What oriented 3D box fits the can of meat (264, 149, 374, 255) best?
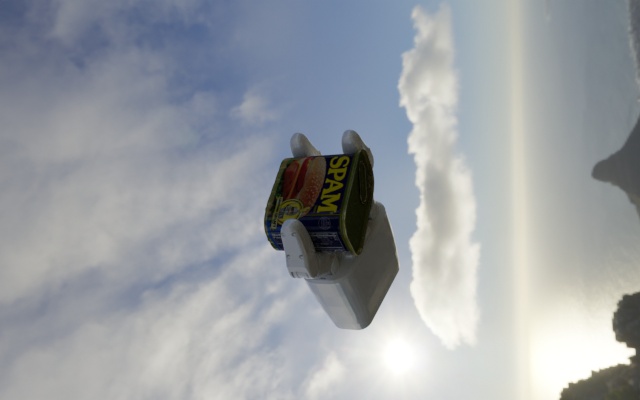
[{"bbox_3d":[0.000,0.002,0.461,0.084,0.102,0.057,-2,-39,23],"label":"can of meat"}]
